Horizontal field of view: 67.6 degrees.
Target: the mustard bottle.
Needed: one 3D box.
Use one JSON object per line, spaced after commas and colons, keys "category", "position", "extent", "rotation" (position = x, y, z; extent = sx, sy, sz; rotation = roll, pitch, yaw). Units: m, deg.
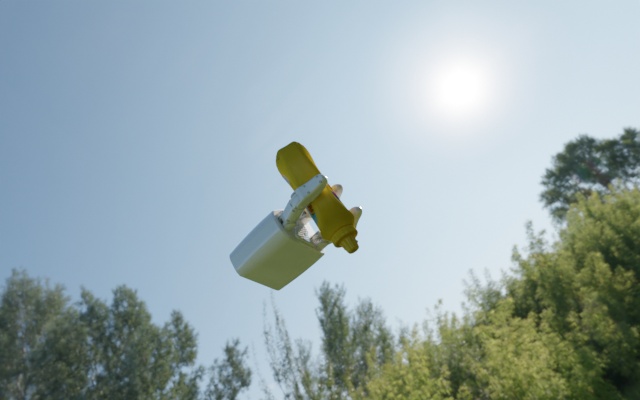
{"category": "mustard bottle", "position": [0.000, 0.002, 0.733], "extent": [0.058, 0.191, 0.096], "rotation": [-31, -27, -6]}
